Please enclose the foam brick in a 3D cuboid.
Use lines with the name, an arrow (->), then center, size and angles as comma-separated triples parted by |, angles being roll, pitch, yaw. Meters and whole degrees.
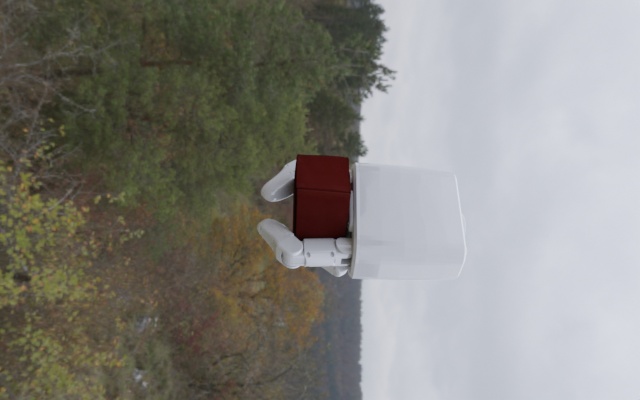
foam brick -> 0.000, 0.001, 0.460 | 0.051, 0.078, 0.053 | 3, 43, -1
